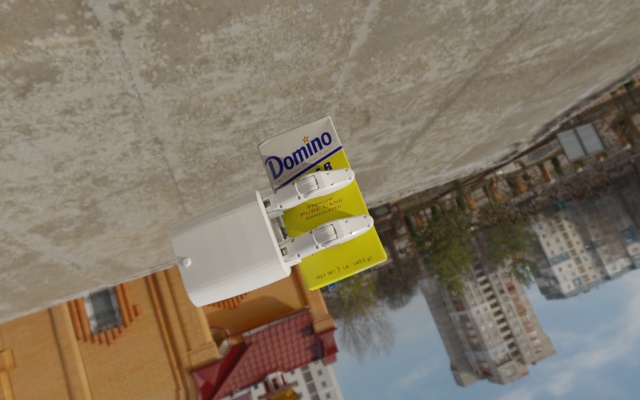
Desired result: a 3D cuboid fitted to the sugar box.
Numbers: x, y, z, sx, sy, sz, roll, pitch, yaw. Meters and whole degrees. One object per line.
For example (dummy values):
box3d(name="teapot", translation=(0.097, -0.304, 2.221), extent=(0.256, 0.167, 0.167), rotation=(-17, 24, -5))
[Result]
box3d(name="sugar box", translation=(0.000, 0.002, 0.538), extent=(0.093, 0.176, 0.048), rotation=(-22, -11, 1))
